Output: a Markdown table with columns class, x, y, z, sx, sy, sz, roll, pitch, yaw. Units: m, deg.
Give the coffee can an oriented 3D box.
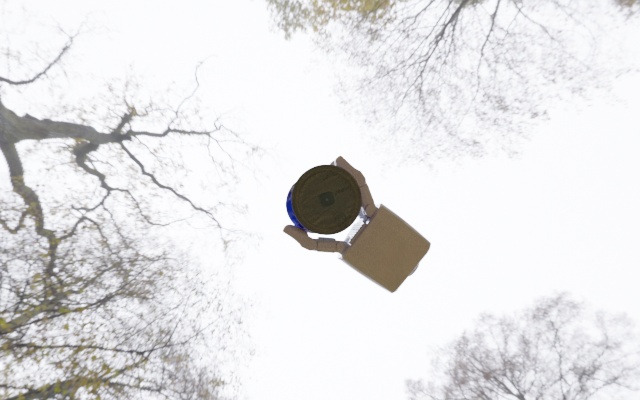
| class | x | y | z | sx | sy | sz | roll | pitch | yaw |
| --- | --- | --- | --- | --- | --- | --- | --- | --- | --- |
| coffee can | 0.000 | 0.002 | 0.754 | 0.103 | 0.103 | 0.140 | 0 | -3 | -8 |
